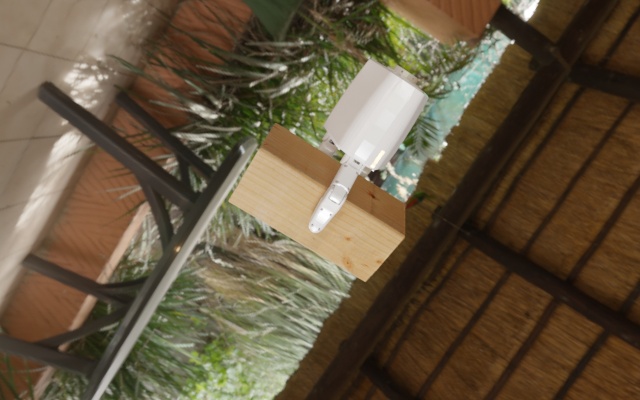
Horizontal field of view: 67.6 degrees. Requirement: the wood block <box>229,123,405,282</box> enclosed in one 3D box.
[{"bbox_3d":[0.000,0.002,0.621,0.206,0.090,0.090,31,29,-8],"label":"wood block"}]
